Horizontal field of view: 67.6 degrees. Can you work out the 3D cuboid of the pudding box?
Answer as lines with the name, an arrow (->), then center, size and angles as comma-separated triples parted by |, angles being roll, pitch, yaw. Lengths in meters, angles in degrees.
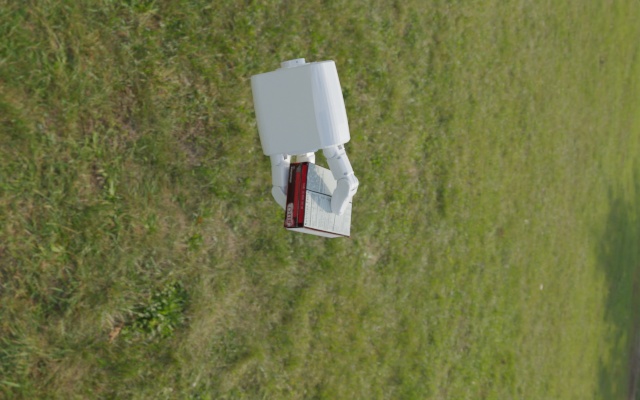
pudding box -> 0.000, 0.002, 0.662 | 0.039, 0.090, 0.113 | -2, -12, 39
